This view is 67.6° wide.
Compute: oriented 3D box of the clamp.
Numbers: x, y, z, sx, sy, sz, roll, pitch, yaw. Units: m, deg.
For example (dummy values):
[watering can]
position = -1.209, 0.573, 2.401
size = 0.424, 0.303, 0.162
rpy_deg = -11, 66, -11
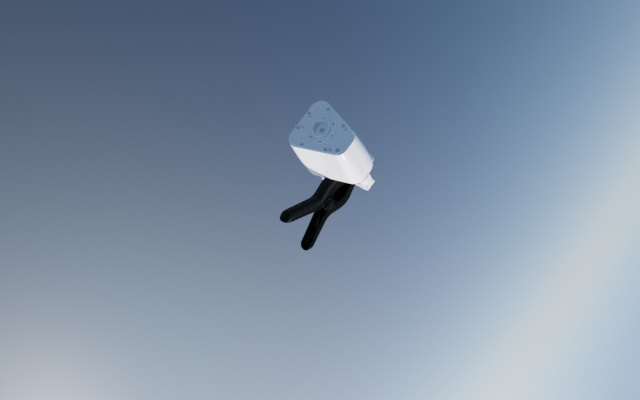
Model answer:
[clamp]
position = 0.001, 0.003, 0.848
size = 0.039, 0.171, 0.120
rpy_deg = 33, -7, 29
